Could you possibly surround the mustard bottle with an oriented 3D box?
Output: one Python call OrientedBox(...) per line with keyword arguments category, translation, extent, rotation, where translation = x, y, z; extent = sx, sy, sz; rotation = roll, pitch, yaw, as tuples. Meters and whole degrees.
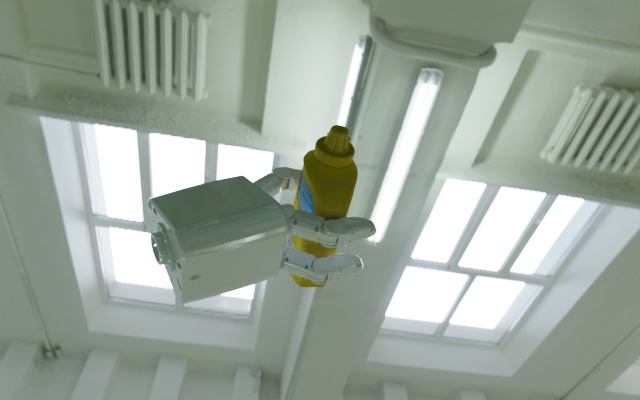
OrientedBox(category="mustard bottle", translation=(0.000, 0.002, 0.530), extent=(0.058, 0.192, 0.096), rotation=(3, 40, -13))
